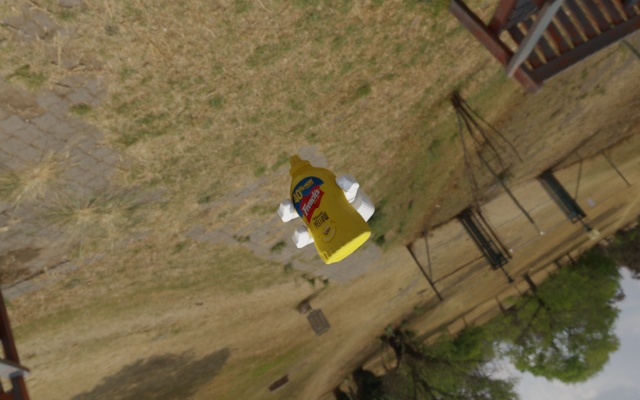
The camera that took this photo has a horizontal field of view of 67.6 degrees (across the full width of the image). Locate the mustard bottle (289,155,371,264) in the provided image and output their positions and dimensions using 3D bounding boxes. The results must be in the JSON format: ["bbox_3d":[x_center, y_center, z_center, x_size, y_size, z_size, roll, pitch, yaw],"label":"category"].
[{"bbox_3d":[0.000,0.003,0.802,0.058,0.191,0.096,-8,-30,-49],"label":"mustard bottle"}]
